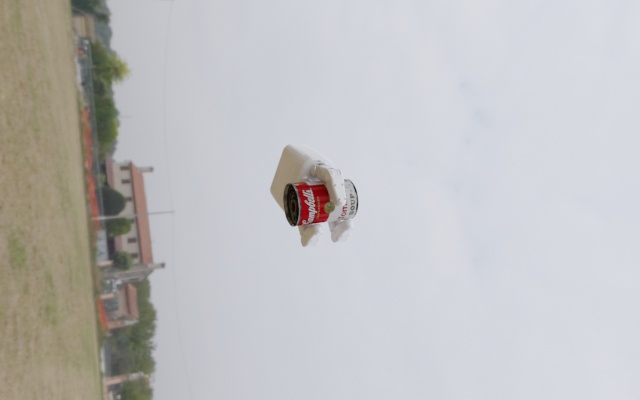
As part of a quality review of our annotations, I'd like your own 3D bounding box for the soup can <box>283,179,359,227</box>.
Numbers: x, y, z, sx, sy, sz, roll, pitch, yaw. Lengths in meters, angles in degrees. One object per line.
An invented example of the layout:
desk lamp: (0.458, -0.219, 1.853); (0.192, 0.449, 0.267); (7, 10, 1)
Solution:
soup can: (0.001, 0.003, 0.755); (0.102, 0.068, 0.068); (-6, 2, -24)
